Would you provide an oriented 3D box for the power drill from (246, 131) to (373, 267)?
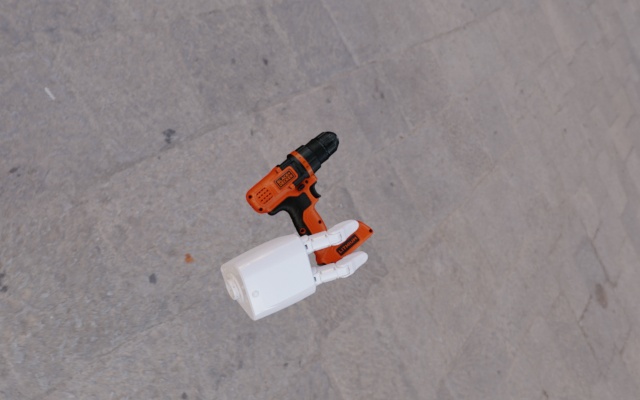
[{"bbox_3d":[0.000,0.003,0.783,0.184,0.187,0.057,-40,4,-11],"label":"power drill"}]
